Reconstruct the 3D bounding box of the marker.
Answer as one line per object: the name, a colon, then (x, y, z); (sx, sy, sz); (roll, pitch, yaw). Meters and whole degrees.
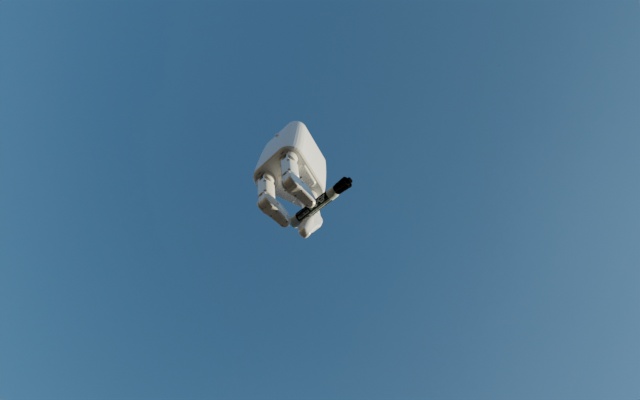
marker: (0.000, 0.002, 0.719); (0.121, 0.020, 0.020); (-37, -18, 25)
